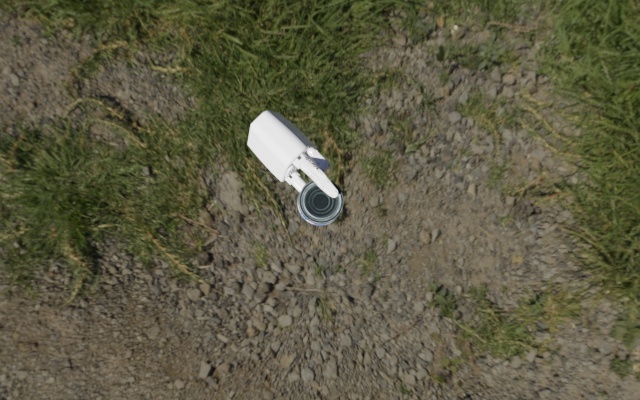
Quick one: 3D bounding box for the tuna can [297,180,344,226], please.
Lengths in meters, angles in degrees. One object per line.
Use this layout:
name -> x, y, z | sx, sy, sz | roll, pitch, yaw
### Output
tuna can -> 0.000, 0.003, 0.886 | 0.086, 0.086, 0.034 | 0, -6, -4
